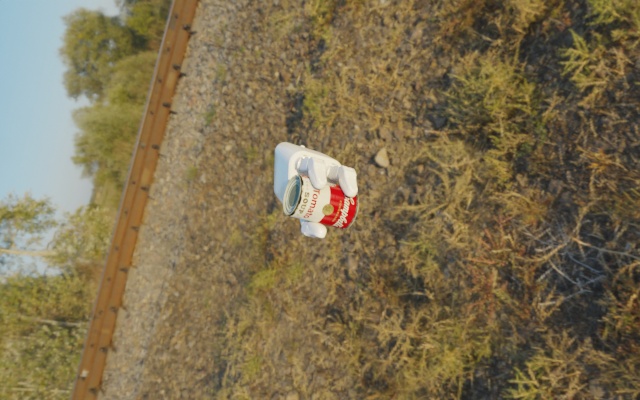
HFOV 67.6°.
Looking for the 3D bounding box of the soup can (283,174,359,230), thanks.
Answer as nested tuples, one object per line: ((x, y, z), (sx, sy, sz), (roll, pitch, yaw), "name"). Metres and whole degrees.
((0.000, 0.003, 0.753), (0.102, 0.068, 0.068), (15, -6, -25), "soup can")
